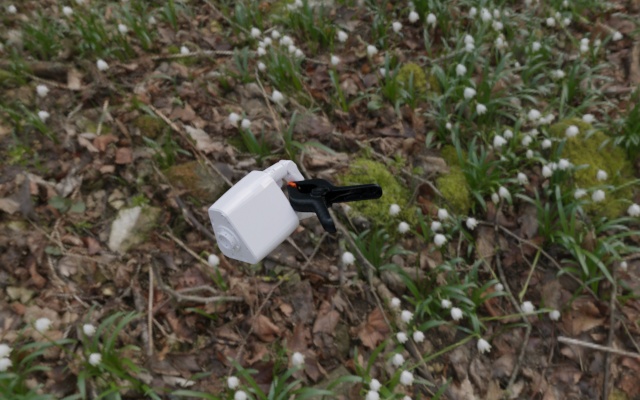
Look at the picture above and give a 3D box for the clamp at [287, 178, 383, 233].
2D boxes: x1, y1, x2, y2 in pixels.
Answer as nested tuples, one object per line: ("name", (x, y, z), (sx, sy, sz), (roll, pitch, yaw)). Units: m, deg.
("clamp", (0.000, 0.002, 0.761), (0.171, 0.039, 0.120), (7, 30, 40))
